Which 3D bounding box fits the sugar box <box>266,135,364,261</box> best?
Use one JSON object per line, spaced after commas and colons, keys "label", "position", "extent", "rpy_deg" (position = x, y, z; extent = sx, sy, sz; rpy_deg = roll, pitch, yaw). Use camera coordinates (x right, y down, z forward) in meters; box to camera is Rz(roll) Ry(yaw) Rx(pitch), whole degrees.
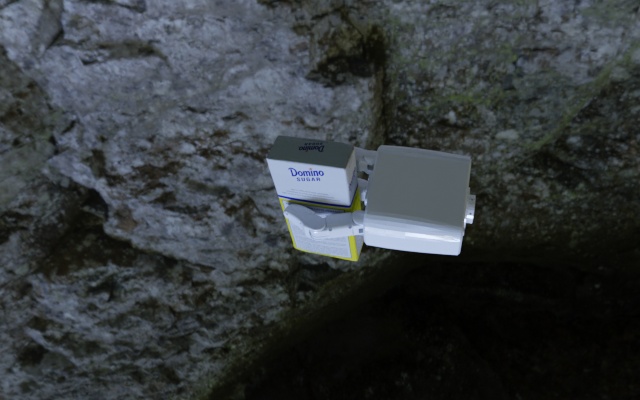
{"label": "sugar box", "position": [0.000, 0.002, 0.581], "extent": [0.093, 0.048, 0.176], "rpy_deg": [9, -40, 16]}
